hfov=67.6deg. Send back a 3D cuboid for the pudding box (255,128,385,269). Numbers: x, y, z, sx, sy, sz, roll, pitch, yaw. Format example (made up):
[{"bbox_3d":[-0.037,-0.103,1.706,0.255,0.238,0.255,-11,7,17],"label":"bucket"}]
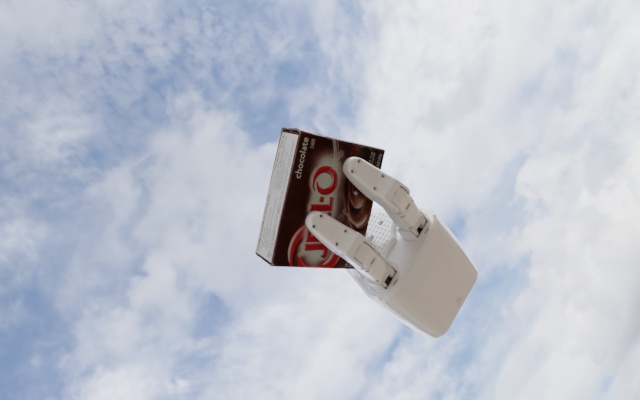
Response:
[{"bbox_3d":[0.000,0.001,0.410,0.090,0.113,0.039,7,7,-36],"label":"pudding box"}]
